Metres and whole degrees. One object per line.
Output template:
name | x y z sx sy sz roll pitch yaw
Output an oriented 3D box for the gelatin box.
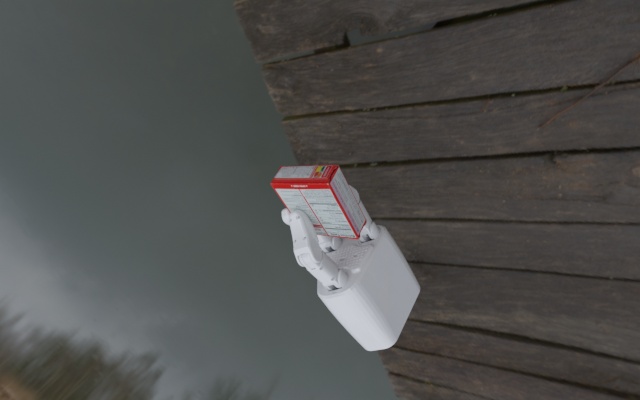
gelatin box | 0.000 0.002 0.509 0.073 0.030 0.089 2 -41 34
